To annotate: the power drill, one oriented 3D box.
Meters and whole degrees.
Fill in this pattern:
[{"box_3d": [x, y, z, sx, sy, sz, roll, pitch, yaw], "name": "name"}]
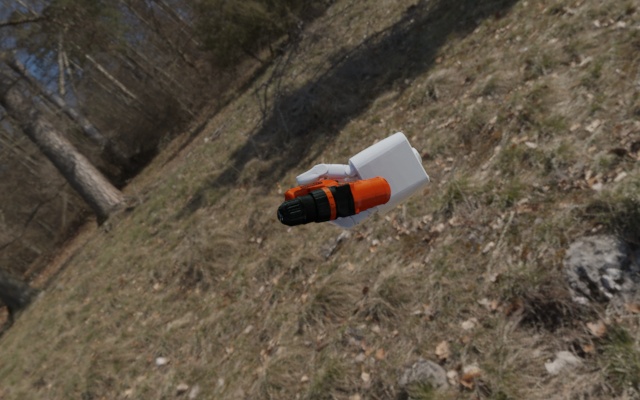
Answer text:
[{"box_3d": [0.000, 0.002, 0.793, 0.184, 0.057, 0.187, -12, 6, -19], "name": "power drill"}]
